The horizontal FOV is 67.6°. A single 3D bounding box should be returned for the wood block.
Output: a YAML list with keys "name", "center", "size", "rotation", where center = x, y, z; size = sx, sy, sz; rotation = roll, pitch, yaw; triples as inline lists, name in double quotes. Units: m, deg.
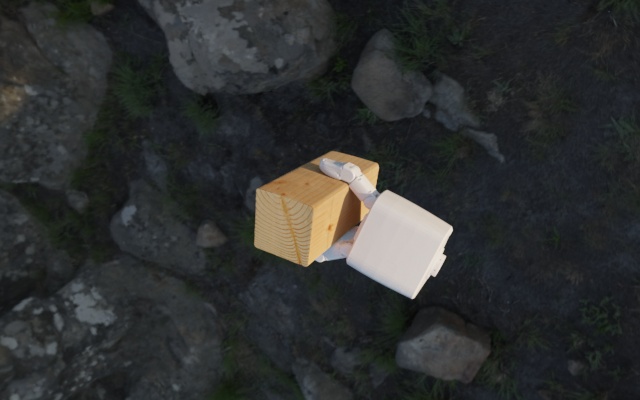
- name: "wood block"
  center: [0.000, 0.002, 0.706]
  size: [0.090, 0.091, 0.206]
  rotation: [18, 27, 24]
